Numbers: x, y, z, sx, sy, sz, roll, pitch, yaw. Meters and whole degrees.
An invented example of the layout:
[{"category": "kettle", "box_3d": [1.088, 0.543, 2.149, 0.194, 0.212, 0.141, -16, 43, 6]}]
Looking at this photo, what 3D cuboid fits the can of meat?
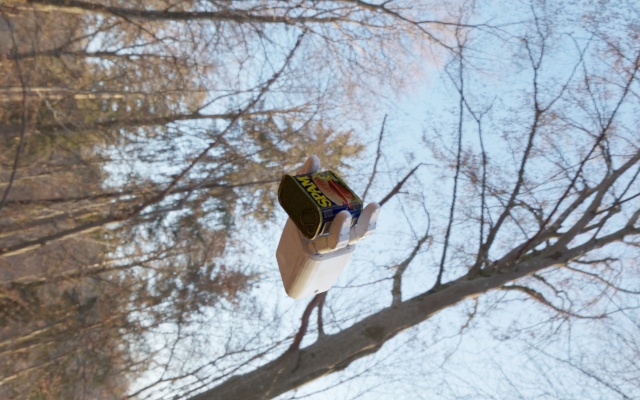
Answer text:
[{"category": "can of meat", "box_3d": [0.000, 0.002, 0.698, 0.084, 0.057, 0.102, -11, 46, -37]}]
